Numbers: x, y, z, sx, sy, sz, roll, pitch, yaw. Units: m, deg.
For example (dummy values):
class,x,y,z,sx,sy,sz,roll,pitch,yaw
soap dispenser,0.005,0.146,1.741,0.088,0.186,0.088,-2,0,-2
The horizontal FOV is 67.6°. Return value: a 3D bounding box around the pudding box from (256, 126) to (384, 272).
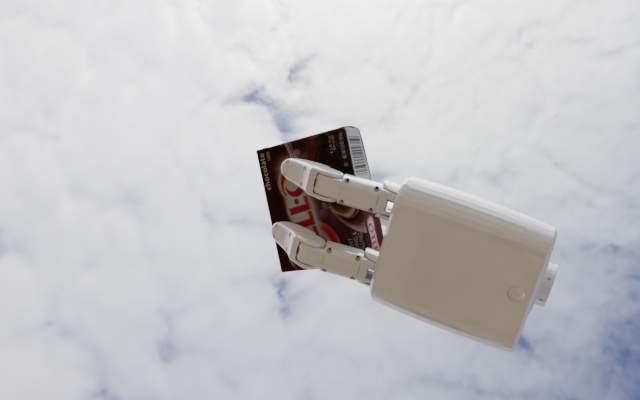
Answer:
class,x,y,z,sx,sy,sz,roll,pitch,yaw
pudding box,0.000,0.001,0.409,0.090,0.113,0.039,-11,0,29
